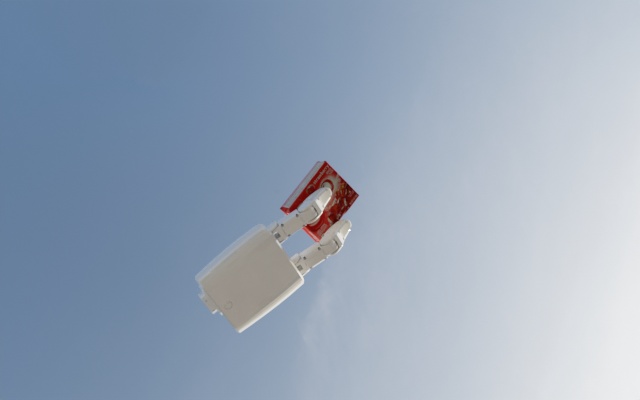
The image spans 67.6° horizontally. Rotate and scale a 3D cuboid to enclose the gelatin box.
[{"bbox_3d":[0.000,0.002,0.656,0.073,0.089,0.030,44,-16,-23],"label":"gelatin box"}]
